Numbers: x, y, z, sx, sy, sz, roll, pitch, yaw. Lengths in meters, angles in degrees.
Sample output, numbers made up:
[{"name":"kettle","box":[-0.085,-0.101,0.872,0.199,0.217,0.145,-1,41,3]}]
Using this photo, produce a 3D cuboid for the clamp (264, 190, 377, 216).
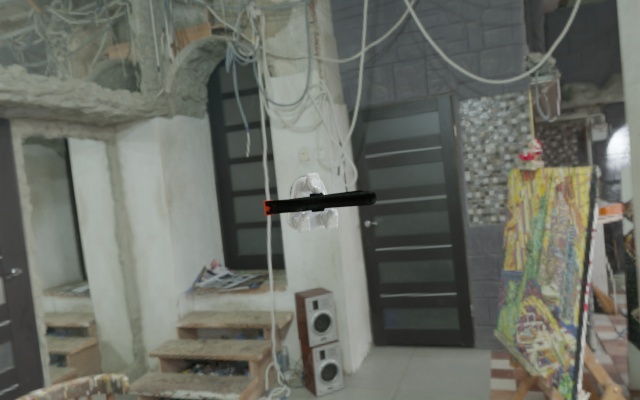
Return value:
[{"name":"clamp","box":[-0.001,0.002,0.897,0.210,0.036,0.164,-7,1,-9]}]
